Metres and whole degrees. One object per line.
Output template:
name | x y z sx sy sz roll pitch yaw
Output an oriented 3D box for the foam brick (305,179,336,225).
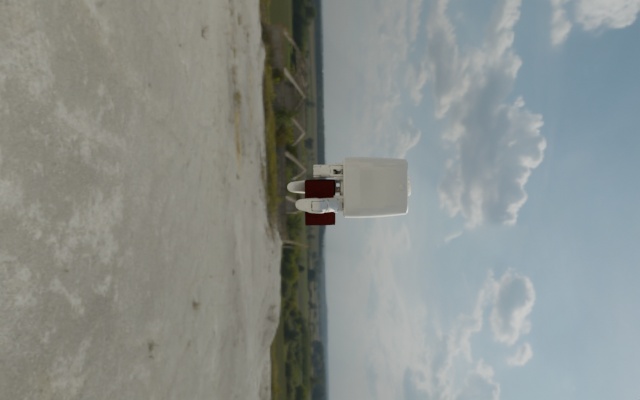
foam brick | 0.000 0.003 0.814 0.051 0.078 0.053 0 4 2
